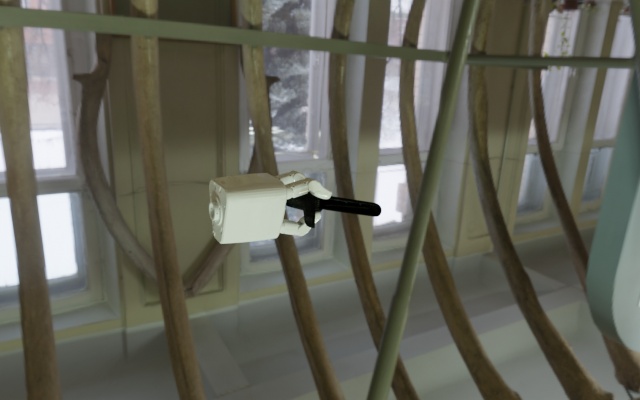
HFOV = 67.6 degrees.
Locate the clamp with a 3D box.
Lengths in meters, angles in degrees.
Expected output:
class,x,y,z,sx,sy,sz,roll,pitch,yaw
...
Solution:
class,x,y,z,sx,sy,sz,roll,pitch,yaw
clamp,0.000,0.004,0.898,0.164,0.036,0.210,-4,18,-31
